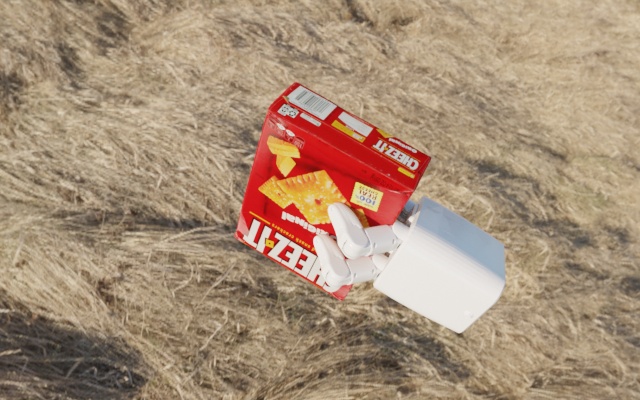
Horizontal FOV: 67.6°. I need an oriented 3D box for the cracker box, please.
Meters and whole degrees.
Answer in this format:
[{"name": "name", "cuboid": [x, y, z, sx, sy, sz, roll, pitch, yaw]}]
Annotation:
[{"name": "cracker box", "cuboid": [0.000, 0.002, 0.540, 0.164, 0.214, 0.072, 30, 46, 6]}]
